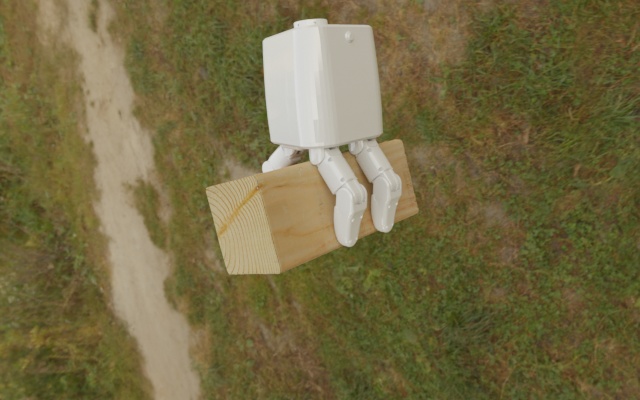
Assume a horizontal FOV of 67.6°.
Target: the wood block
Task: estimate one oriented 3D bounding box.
[{"bbox_3d":[0.000,0.001,0.502,0.206,0.090,0.091,-18,6,-41],"label":"wood block"}]
